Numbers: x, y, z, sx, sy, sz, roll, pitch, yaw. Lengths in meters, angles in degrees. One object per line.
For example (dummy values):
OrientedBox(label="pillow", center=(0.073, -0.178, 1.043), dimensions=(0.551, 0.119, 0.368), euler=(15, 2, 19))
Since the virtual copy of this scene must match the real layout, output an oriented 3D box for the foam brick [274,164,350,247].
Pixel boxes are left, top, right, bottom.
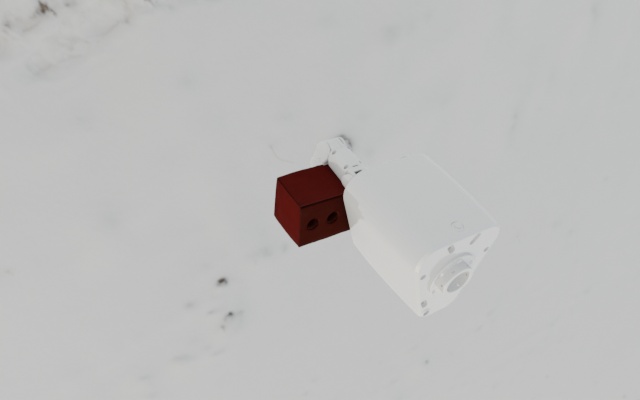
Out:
OrientedBox(label="foam brick", center=(0.000, 0.002, 0.474), dimensions=(0.078, 0.053, 0.051), euler=(-18, 48, -25))
